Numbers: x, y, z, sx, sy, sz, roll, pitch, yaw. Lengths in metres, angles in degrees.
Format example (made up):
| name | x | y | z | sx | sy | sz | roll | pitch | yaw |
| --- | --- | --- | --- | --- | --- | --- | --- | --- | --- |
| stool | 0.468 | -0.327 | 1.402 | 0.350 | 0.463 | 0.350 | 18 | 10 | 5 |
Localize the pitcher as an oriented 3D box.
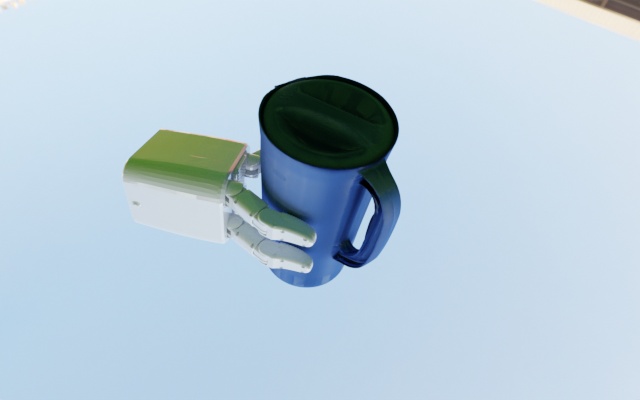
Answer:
| name | x | y | z | sx | sy | sz | roll | pitch | yaw |
| --- | --- | --- | --- | --- | --- | --- | --- | --- | --- |
| pitcher | 0.000 | 0.002 | 0.527 | 0.145 | 0.149 | 0.243 | 11 | -40 | 0 |
